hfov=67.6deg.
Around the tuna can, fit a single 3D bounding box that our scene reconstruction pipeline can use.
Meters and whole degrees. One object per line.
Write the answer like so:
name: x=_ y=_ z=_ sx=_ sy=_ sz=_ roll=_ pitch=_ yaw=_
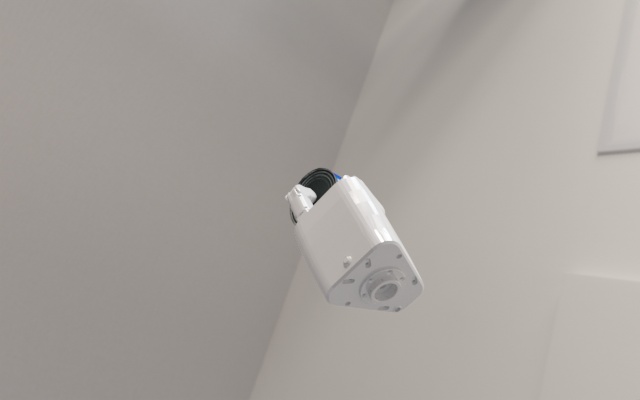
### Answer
tuna can: x=0.000 y=0.002 z=0.632 sx=0.034 sy=0.086 sz=0.086 roll=28 pitch=-19 yaw=-39
